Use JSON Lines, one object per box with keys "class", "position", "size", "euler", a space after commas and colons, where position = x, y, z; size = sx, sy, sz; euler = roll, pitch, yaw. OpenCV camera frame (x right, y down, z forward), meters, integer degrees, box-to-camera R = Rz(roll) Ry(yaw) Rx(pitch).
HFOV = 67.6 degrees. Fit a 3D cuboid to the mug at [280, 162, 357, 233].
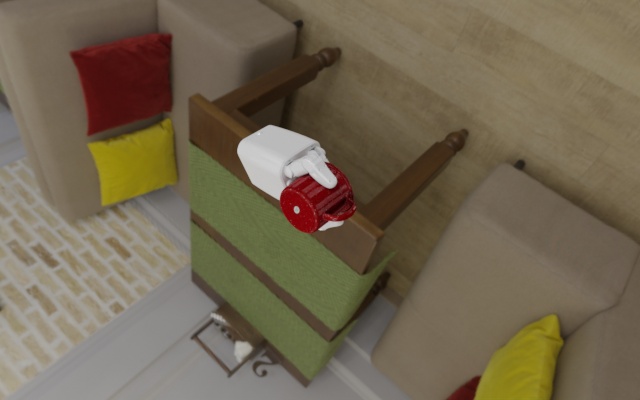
{"class": "mug", "position": [0.001, 0.003, 0.736], "size": [0.117, 0.093, 0.081], "euler": [26, 46, 32]}
